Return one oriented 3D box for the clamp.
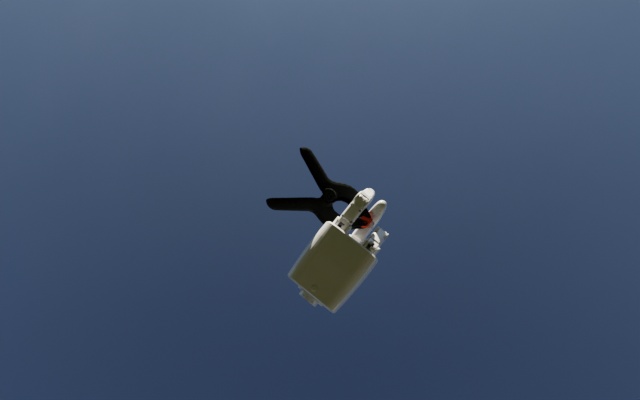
[{"bbox_3d":[0.000,0.003,0.782,0.171,0.120,0.039,38,-10,9],"label":"clamp"}]
